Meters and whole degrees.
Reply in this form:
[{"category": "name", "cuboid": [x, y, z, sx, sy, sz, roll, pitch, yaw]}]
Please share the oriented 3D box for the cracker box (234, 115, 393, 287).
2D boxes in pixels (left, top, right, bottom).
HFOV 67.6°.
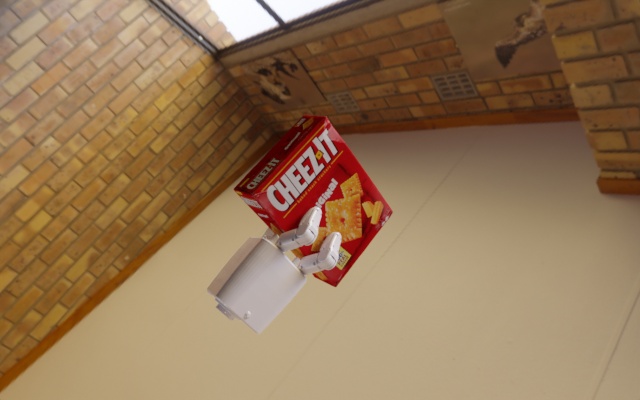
[{"category": "cracker box", "cuboid": [0.000, 0.003, 0.735, 0.072, 0.164, 0.214, 15, -31, 54]}]
